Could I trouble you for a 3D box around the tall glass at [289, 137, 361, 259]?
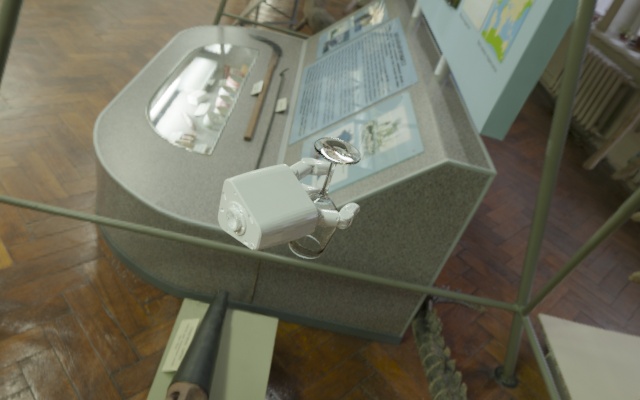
[{"bbox_3d":[0.000,0.002,0.775,0.079,0.201,0.079,12,35,-9],"label":"tall glass"}]
